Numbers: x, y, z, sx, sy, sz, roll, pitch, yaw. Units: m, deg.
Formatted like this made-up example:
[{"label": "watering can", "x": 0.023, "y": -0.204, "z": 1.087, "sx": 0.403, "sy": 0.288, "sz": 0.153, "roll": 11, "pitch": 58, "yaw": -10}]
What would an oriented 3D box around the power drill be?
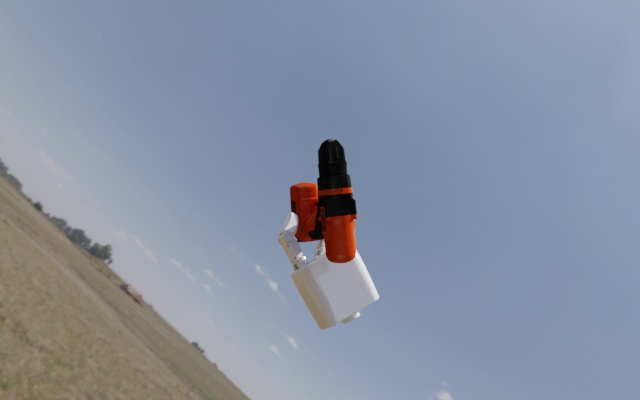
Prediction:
[{"label": "power drill", "x": 0.000, "y": 0.003, "z": 0.772, "sx": 0.057, "sy": 0.184, "sz": 0.187, "roll": -4, "pitch": 0, "yaw": -17}]
